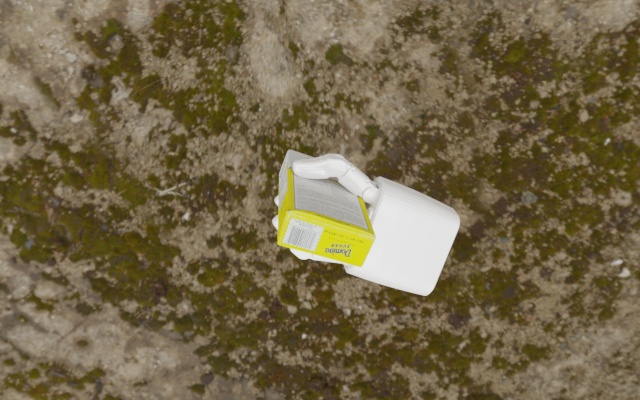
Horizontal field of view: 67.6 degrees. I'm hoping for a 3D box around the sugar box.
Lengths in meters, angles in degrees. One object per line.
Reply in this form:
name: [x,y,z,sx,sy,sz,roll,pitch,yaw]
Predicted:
sugar box: [0.000,0.002,0.543,0.093,0.048,0.176,18,20,-11]
